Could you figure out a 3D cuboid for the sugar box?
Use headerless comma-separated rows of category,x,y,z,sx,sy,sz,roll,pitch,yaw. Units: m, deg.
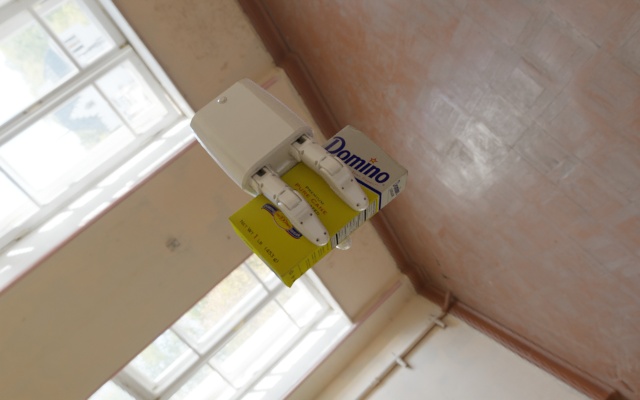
sugar box,0.000,0.001,0.515,0.093,0.176,0.048,43,-15,23
